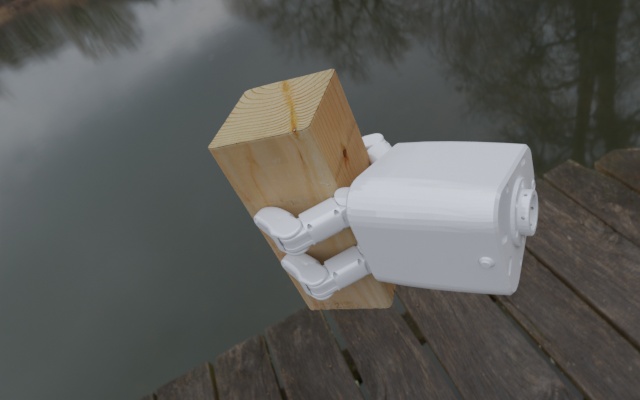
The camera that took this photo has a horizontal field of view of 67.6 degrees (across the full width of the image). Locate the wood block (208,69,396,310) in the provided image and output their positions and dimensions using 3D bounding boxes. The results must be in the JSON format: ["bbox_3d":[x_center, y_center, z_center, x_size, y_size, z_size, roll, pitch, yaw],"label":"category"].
[{"bbox_3d":[0.000,0.001,0.435,0.090,0.206,0.090,-7,39,25],"label":"wood block"}]
